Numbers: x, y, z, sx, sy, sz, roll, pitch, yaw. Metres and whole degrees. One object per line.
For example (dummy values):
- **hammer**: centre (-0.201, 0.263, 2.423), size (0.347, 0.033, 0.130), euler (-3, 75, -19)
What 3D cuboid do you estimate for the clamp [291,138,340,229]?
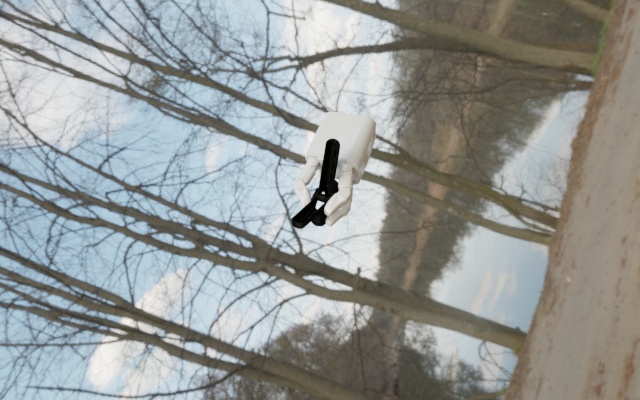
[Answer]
- **clamp**: centre (0.000, 0.003, 0.870), size (0.036, 0.164, 0.210), euler (22, -19, 14)
